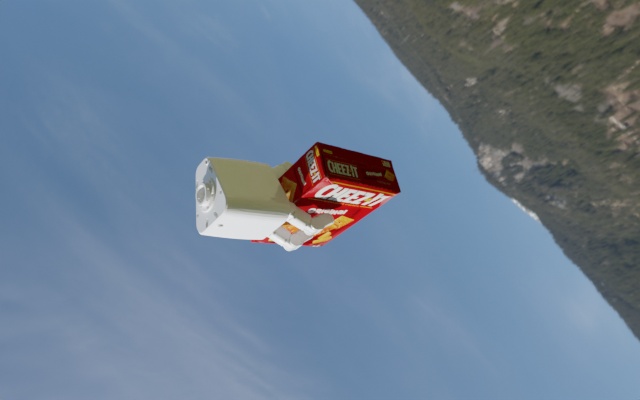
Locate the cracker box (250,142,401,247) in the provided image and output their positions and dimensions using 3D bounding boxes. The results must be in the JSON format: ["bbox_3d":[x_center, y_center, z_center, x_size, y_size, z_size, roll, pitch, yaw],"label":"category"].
[{"bbox_3d":[0.000,0.003,0.795,0.164,0.072,0.214,8,-34,-40],"label":"cracker box"}]
